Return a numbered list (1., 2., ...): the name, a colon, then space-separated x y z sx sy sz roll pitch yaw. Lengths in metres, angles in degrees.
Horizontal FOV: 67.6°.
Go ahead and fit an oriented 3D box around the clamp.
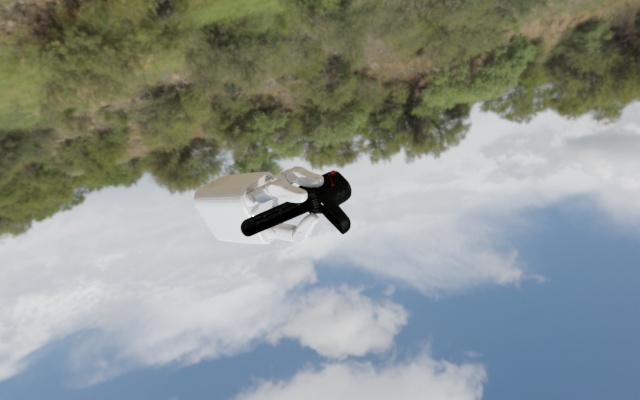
1. clamp: 0.000 0.003 0.726 0.164 0.036 0.210 1 24 29
